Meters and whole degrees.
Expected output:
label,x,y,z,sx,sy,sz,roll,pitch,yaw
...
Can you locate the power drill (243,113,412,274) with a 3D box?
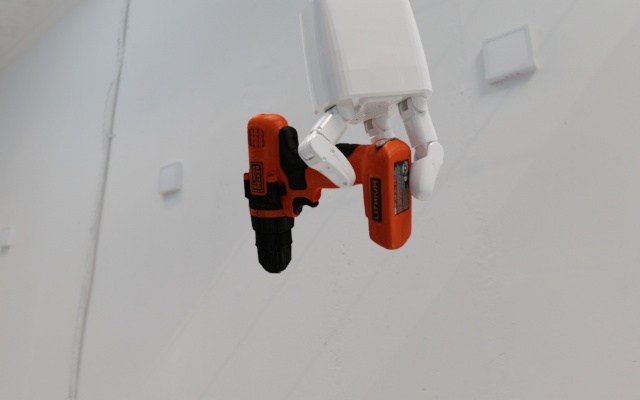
label,x,y,z,sx,sy,sz,roll,pitch,yaw
power drill,0.000,0.001,0.504,0.187,0.184,0.057,6,17,31
